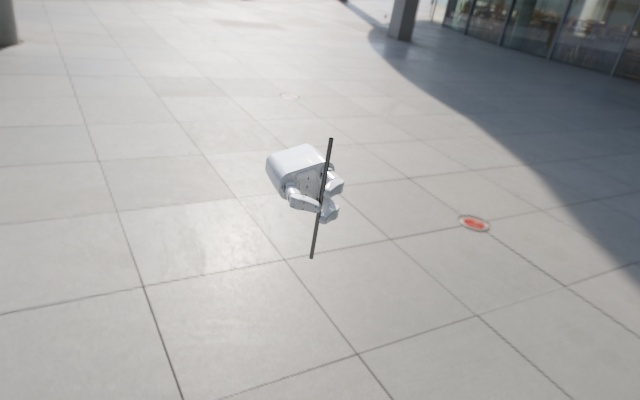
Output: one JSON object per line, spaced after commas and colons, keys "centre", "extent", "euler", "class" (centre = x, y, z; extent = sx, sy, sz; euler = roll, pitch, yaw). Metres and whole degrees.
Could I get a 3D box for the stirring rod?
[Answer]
{"centre": [0.000, 0.003, 0.845], "extent": [0.011, 0.240, 0.011], "euler": [8, 27, -4], "class": "stirring rod"}
